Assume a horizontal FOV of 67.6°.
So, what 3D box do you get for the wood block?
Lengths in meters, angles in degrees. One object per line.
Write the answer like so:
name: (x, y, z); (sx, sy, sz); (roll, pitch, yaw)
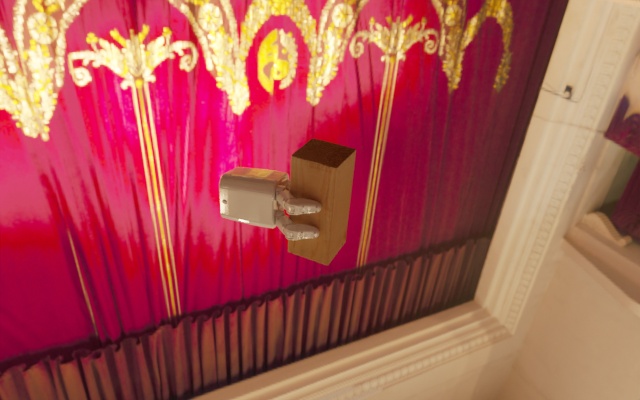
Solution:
wood block: (0.000, 0.003, 0.887); (0.090, 0.206, 0.090); (17, 34, 19)
